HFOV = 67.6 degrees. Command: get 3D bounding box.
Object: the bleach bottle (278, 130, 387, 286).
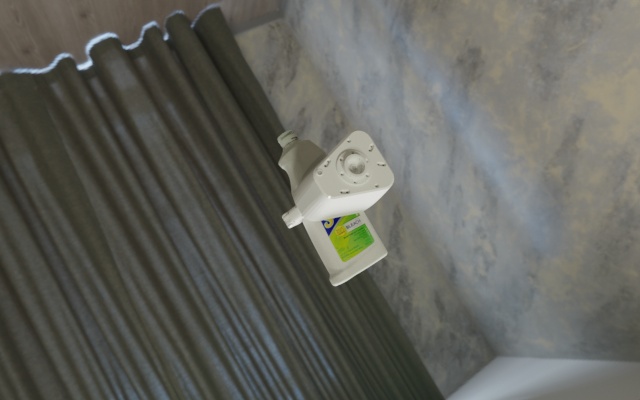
[{"bbox_3d":[0.000,0.002,0.761,0.102,0.251,0.068,-29,-7,-22],"label":"bleach bottle"}]
